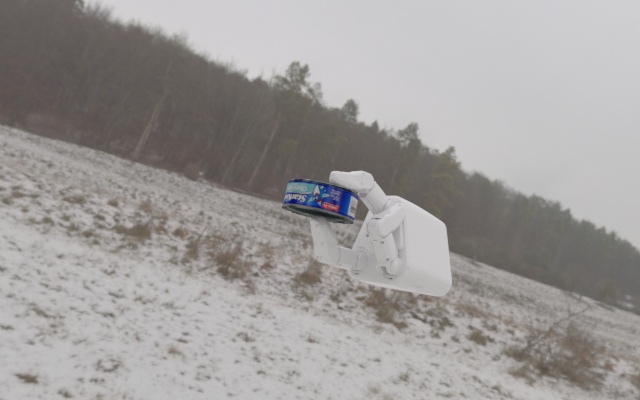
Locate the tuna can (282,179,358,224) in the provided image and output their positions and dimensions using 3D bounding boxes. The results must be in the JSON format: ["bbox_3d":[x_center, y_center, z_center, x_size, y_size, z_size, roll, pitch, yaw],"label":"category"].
[{"bbox_3d":[0.000,0.001,0.558,0.086,0.033,0.086,12,-8,2],"label":"tuna can"}]
